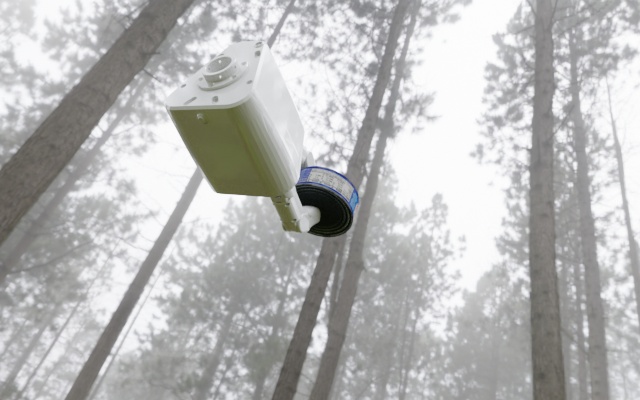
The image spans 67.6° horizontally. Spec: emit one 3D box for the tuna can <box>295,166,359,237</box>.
[{"bbox_3d":[0.000,0.001,0.550,0.086,0.033,0.086,13,-41,12],"label":"tuna can"}]
